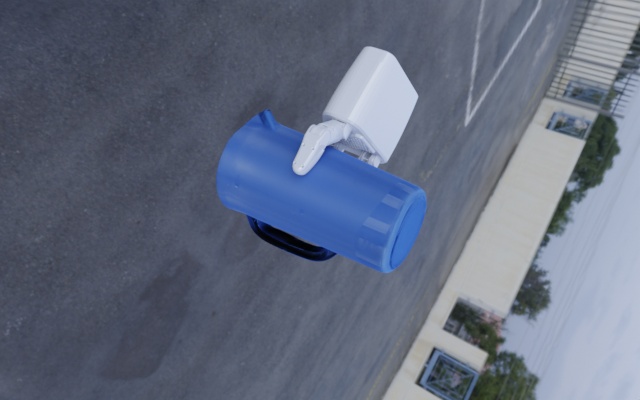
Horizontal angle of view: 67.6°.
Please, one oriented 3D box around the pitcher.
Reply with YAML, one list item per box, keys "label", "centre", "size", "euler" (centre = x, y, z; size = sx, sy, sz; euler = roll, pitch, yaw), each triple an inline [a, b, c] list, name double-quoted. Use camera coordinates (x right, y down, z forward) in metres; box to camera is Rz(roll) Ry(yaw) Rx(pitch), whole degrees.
- label: "pitcher"
  centre: [0.000, 0.002, 0.602]
  size: [0.243, 0.145, 0.149]
  euler: [24, -11, 24]
